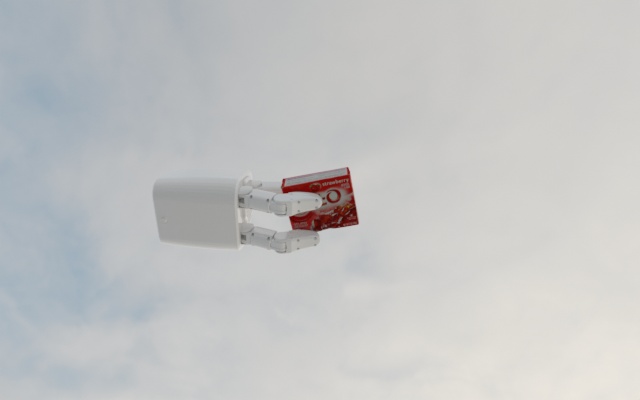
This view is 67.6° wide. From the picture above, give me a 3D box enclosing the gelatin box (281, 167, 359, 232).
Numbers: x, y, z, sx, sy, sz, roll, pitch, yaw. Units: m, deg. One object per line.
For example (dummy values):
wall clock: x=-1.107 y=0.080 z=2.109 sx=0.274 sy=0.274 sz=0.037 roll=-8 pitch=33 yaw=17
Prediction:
gelatin box: x=0.000 y=0.002 z=0.613 sx=0.089 sy=0.073 sz=0.030 roll=-10 pitch=26 yaw=5
